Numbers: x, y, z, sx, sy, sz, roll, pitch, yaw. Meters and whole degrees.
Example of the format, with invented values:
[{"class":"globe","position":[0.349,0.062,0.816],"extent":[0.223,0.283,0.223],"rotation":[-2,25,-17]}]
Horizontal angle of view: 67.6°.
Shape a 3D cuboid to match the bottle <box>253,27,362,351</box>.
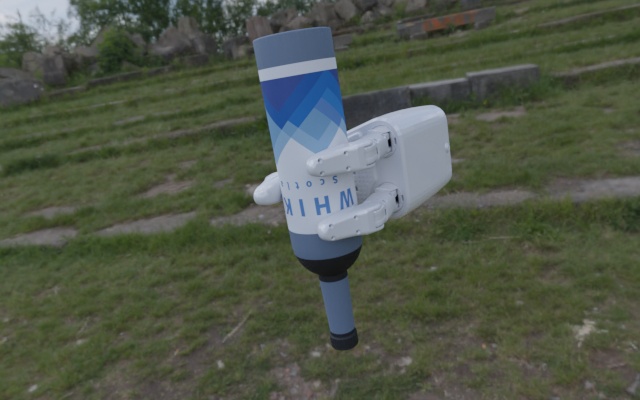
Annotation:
[{"class":"bottle","position":[0.000,0.001,0.437],"extent":[0.069,0.296,0.069],"rotation":[-9,15,2]}]
